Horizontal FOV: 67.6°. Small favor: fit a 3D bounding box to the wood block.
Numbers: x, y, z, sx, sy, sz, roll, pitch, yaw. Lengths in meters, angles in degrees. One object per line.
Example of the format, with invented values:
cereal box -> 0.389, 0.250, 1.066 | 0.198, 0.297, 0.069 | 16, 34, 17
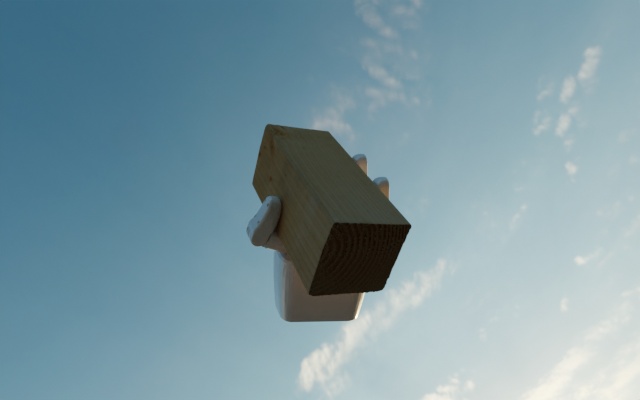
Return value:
wood block -> 0.000, 0.002, 0.537 | 0.091, 0.090, 0.206 | 2, 32, -28
